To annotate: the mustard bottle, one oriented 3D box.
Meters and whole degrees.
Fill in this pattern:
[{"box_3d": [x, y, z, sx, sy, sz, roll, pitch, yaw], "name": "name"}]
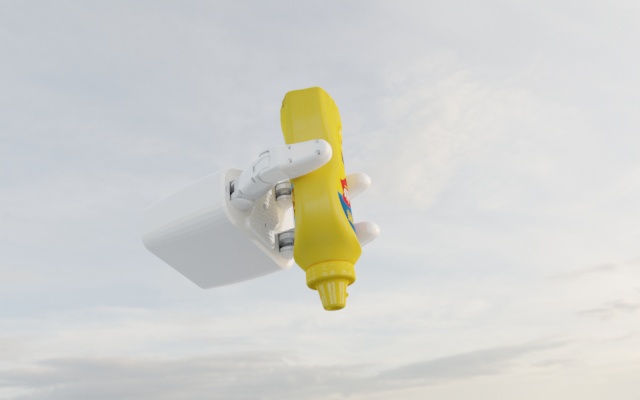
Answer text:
[{"box_3d": [0.000, 0.001, 0.422, 0.058, 0.191, 0.096, -8, -27, 3], "name": "mustard bottle"}]
